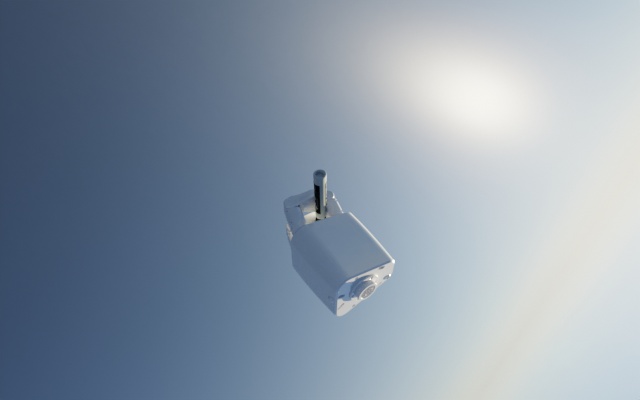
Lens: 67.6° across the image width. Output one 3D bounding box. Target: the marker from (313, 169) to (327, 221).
[{"bbox_3d":[0.000,0.002,0.713,0.020,0.020,0.121,0,-41,1],"label":"marker"}]
